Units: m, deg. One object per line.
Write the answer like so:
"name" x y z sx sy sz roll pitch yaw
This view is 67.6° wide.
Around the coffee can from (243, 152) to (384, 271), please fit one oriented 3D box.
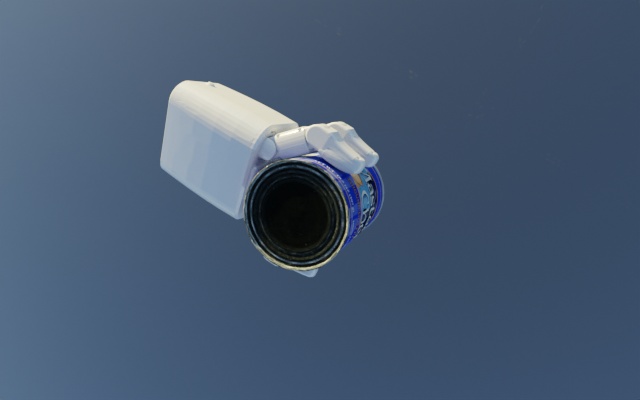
"coffee can" 0.000 0.002 0.487 0.103 0.103 0.140 0 10 20
